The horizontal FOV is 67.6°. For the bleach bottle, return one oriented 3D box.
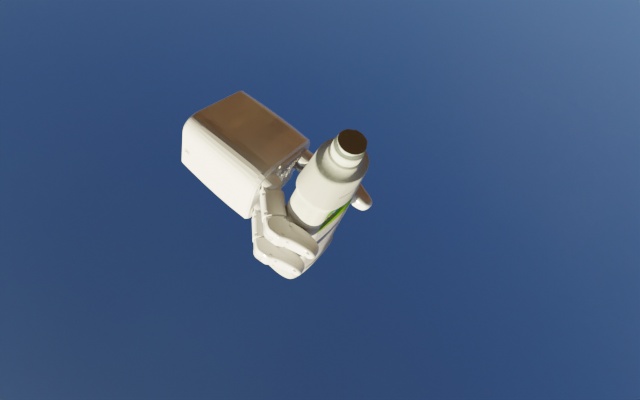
[{"bbox_3d":[0.000,0.002,0.531,0.102,0.068,0.251,-46,-8,-32],"label":"bleach bottle"}]
